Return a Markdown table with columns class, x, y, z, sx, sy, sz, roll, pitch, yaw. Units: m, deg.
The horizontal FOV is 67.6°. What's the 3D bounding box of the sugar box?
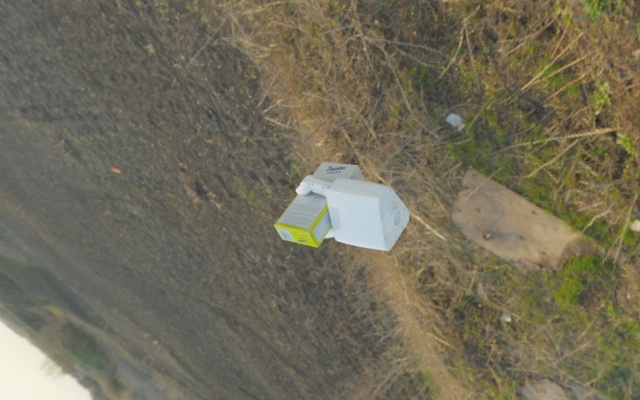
| class | x | y | z | sx | sy | sz | roll | pitch | yaw |
| --- | --- | --- | --- | --- | --- | --- | --- | --- | --- |
| sugar box | 0.000 | 0.003 | 0.894 | 0.093 | 0.048 | 0.176 | 10 | 49 | 40 |
